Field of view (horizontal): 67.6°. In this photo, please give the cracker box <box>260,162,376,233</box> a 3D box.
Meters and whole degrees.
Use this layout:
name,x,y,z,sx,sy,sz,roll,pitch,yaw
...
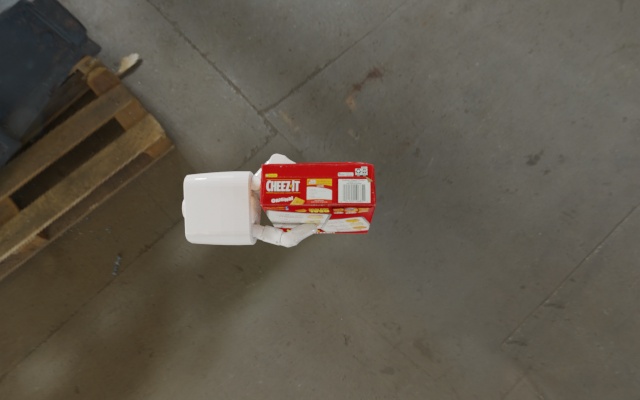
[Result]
name,x,y,z,sx,sy,sz,roll,pitch,yaw
cracker box,0.000,0.003,0.769,0.164,0.072,0.214,0,-14,2
